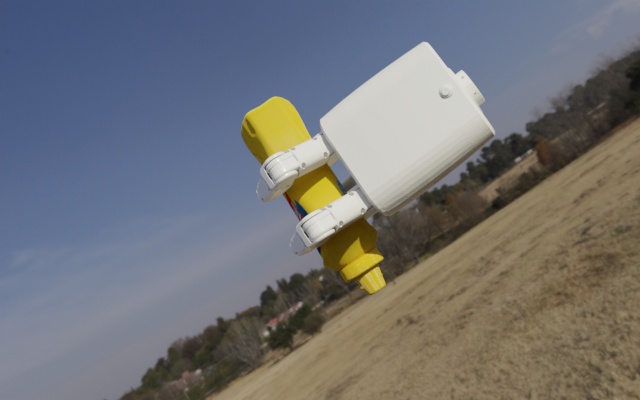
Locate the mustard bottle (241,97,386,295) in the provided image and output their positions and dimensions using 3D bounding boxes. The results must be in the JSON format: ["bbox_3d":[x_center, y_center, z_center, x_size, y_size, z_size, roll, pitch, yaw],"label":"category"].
[{"bbox_3d":[0.000,0.001,0.443,0.058,0.191,0.096,-33,-10,-6],"label":"mustard bottle"}]
